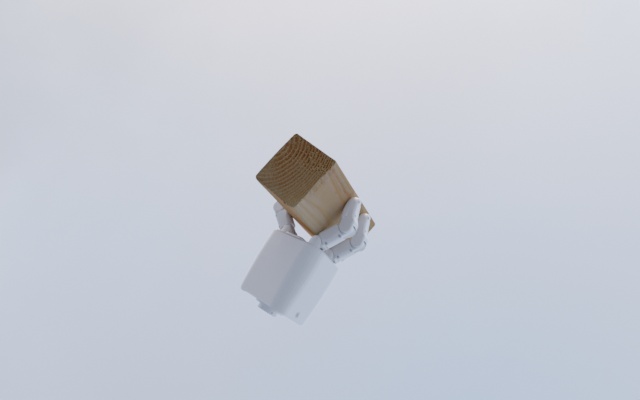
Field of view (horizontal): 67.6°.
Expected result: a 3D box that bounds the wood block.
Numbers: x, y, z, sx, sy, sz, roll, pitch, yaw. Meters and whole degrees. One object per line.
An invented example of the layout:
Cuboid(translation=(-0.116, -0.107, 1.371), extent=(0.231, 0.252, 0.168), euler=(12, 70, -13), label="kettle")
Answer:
Cuboid(translation=(0.000, 0.003, 0.740), extent=(0.090, 0.090, 0.206), euler=(38, -8, 33), label="wood block")
